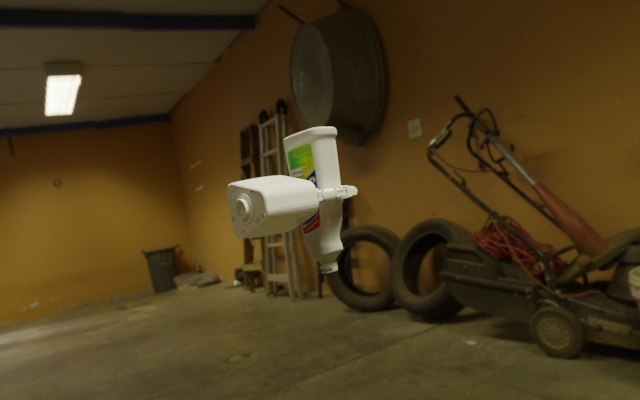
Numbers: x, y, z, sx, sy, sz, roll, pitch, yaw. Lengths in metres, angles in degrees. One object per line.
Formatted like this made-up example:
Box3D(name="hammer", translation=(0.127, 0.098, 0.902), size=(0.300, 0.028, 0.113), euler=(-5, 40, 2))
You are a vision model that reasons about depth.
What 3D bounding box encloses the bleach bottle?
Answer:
Box3D(name="bleach bottle", translation=(0.000, 0.003, 0.850), size=(0.068, 0.251, 0.102), euler=(-9, -2, -44))
